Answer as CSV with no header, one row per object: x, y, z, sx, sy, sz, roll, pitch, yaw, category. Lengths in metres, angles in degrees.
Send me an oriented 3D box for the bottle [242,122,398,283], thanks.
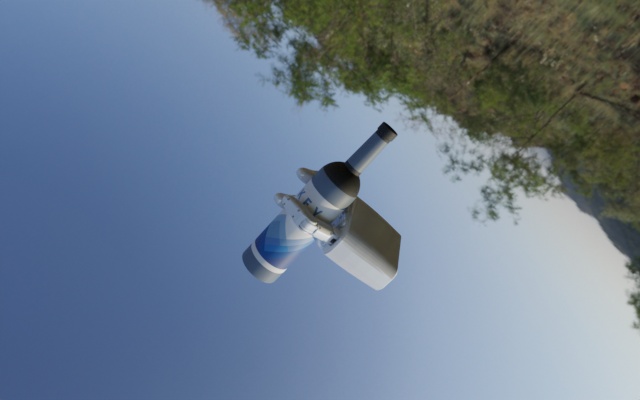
0.000,0.002,0.699,0.296,0.069,0.069,-46,-19,19,bottle
